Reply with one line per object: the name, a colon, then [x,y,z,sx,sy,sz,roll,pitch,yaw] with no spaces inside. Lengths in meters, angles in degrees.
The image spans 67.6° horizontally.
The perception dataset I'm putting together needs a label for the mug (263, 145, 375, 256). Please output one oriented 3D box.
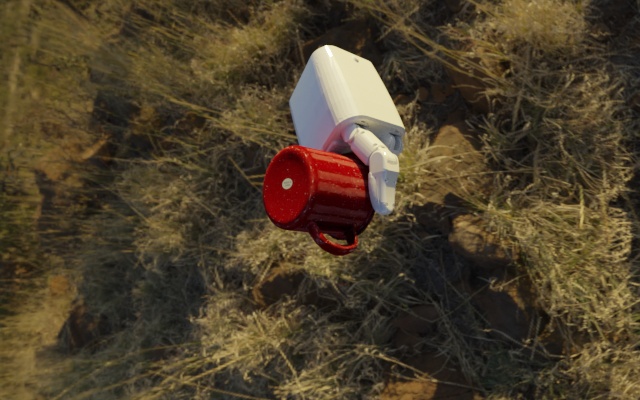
mug: [0.000,0.003,0.469,0.081,0.117,0.093,8,-37,-42]
